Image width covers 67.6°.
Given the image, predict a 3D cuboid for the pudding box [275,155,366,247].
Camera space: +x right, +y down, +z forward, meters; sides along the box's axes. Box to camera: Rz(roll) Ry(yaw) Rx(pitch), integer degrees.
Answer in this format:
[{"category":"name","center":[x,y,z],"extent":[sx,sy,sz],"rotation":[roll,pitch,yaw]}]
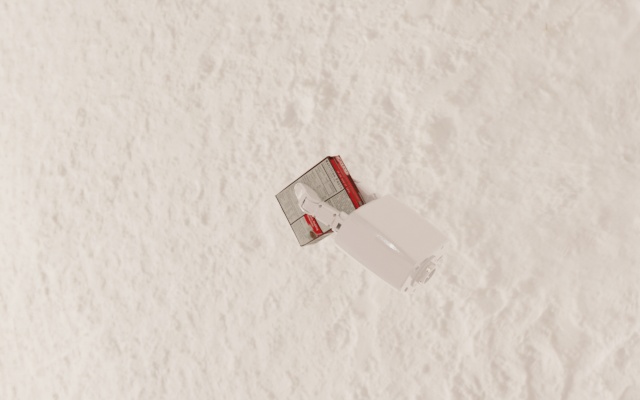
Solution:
[{"category":"pudding box","center":[0.000,0.002,0.672],"extent":[0.113,0.090,0.039],"rotation":[-33,-13,29]}]
